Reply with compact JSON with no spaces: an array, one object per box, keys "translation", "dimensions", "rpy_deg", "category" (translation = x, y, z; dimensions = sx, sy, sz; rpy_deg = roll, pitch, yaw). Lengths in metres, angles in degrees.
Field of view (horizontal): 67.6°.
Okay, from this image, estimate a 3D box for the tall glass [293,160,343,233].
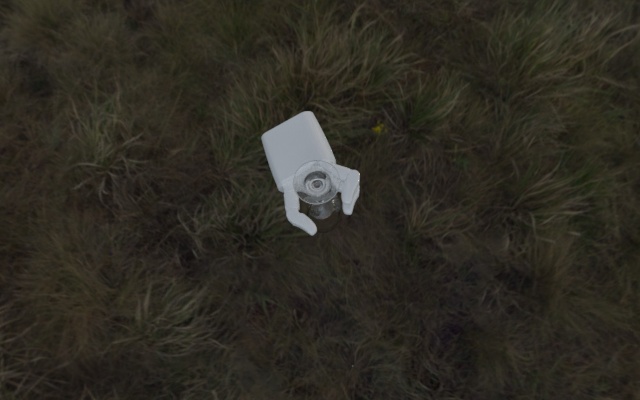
[{"translation":[0.000,0.003,0.839],"dimensions":[0.079,0.079,0.201],"rpy_deg":[0,-19,4],"category":"tall glass"}]
